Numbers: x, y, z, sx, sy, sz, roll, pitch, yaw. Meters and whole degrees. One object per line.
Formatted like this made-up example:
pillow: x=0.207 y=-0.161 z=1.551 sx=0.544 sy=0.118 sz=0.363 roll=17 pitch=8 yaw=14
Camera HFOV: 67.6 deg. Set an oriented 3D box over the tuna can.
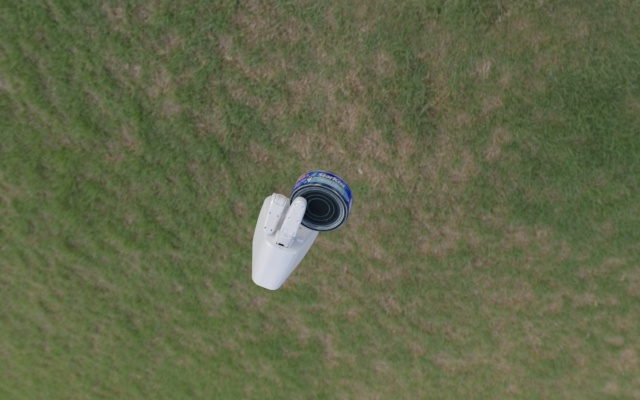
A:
tuna can: x=0.000 y=0.002 z=0.665 sx=0.086 sy=0.086 sz=0.033 roll=0 pitch=36 yaw=16
